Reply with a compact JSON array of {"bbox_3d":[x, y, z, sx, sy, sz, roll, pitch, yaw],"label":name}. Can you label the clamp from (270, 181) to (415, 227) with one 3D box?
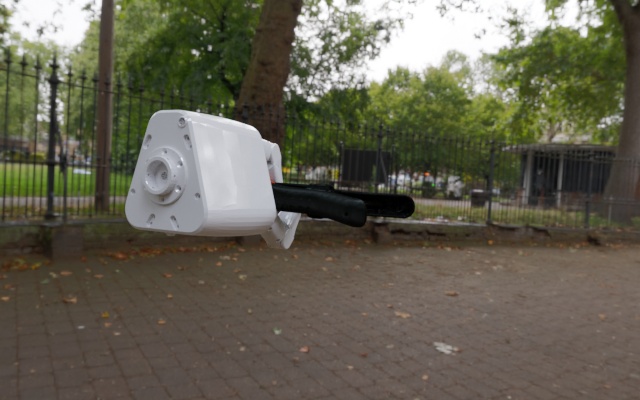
[{"bbox_3d":[0.000,0.001,0.489,0.171,0.039,0.120,4,0,25],"label":"clamp"}]
